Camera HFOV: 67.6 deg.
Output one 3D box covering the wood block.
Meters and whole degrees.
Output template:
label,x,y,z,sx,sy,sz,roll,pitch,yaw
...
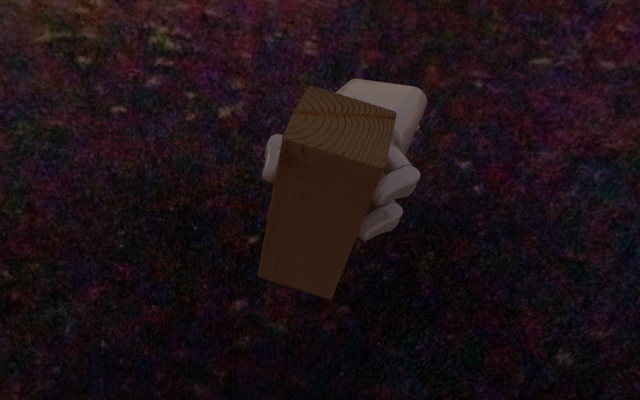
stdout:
label,x,y,z,sx,sy,sz,roll,pitch,yaw
wood block,0.000,0.001,0.495,0.091,0.090,0.206,18,-44,2
